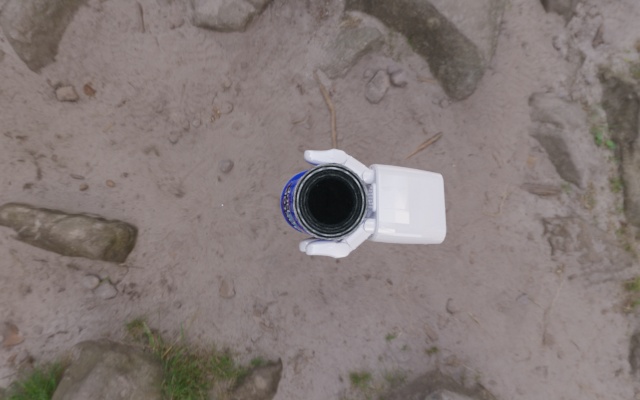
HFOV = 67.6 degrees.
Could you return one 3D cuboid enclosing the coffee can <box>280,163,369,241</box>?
[{"bbox_3d":[0.000,0.002,0.693,0.103,0.103,0.140,0,0,-12],"label":"coffee can"}]
